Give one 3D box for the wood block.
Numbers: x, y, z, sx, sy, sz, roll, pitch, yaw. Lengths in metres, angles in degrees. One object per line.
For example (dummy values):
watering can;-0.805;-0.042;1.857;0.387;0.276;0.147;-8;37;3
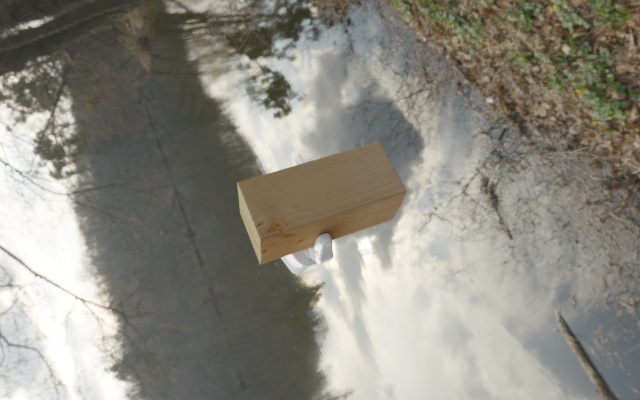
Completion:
wood block;0.000;0.003;0.660;0.206;0.090;0.090;-18;-25;-16
